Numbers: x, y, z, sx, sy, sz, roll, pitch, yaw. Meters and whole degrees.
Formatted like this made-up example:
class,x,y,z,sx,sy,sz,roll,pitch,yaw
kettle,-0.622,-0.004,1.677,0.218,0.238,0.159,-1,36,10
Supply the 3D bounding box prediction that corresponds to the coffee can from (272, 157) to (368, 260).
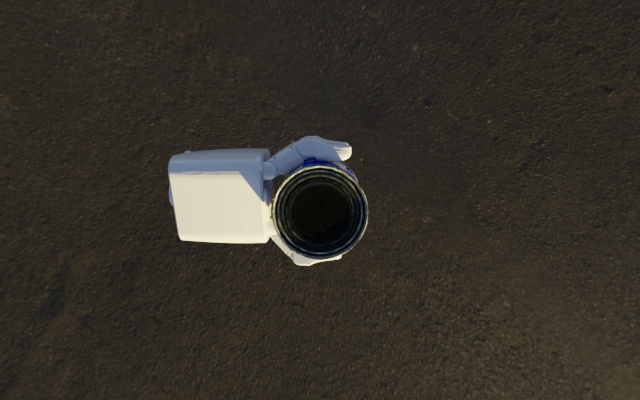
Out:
class,x,y,z,sx,sy,sz,roll,pitch,yaw
coffee can,0.000,0.002,0.571,0.103,0.103,0.140,0,10,0
